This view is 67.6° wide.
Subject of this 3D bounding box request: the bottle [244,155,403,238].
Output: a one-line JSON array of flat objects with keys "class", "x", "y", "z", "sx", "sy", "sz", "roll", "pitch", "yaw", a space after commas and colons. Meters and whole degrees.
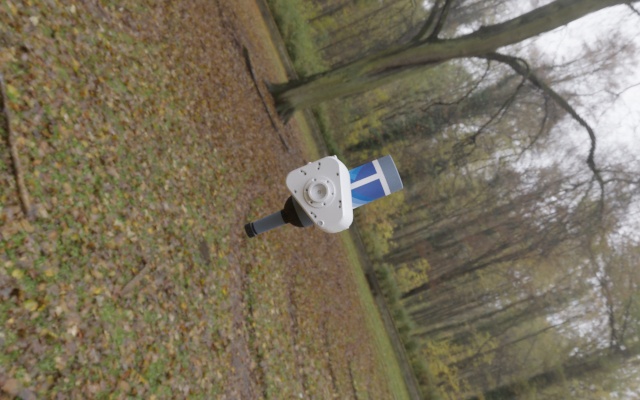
[{"class": "bottle", "x": 0.000, "y": 0.003, "z": 0.872, "sx": 0.296, "sy": 0.069, "sz": 0.069, "roll": -22, "pitch": -2, "yaw": 6}]
